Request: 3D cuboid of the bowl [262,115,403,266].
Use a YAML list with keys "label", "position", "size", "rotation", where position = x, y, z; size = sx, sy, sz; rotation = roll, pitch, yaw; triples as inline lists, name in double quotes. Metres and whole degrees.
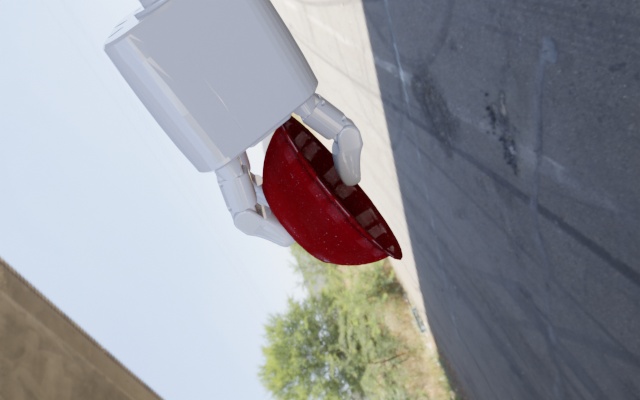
- label: "bowl"
  position: [0.001, 0.003, 0.415]
  size: [0.055, 0.162, 0.162]
  rotation: [-40, -10, 11]
